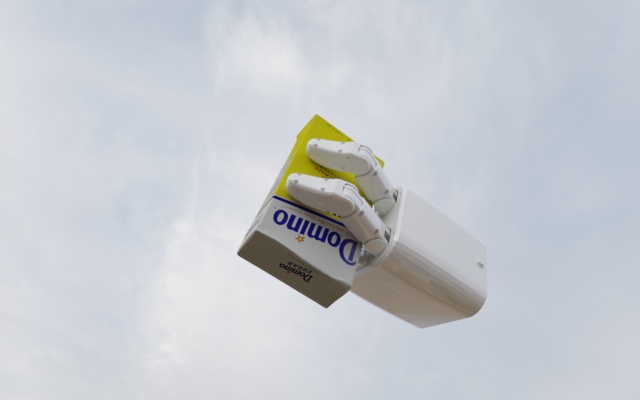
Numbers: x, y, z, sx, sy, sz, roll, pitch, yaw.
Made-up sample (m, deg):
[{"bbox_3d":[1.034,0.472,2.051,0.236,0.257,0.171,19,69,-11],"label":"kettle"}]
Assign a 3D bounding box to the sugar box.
[{"bbox_3d":[0.001,0.001,0.443,0.093,0.176,0.048,33,-50,-12],"label":"sugar box"}]
